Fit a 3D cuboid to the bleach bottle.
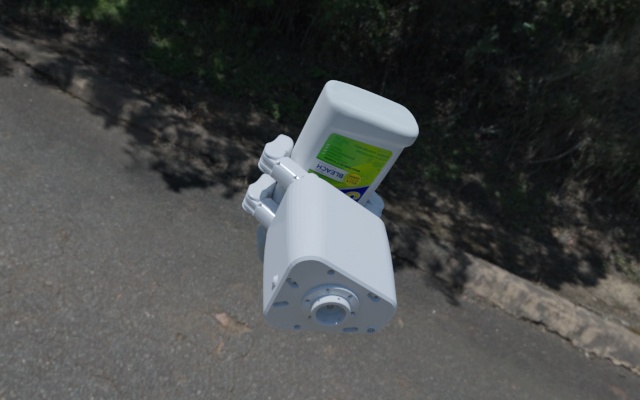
[{"bbox_3d":[0.000,0.002,0.521,0.102,0.251,0.068,18,34,-15],"label":"bleach bottle"}]
